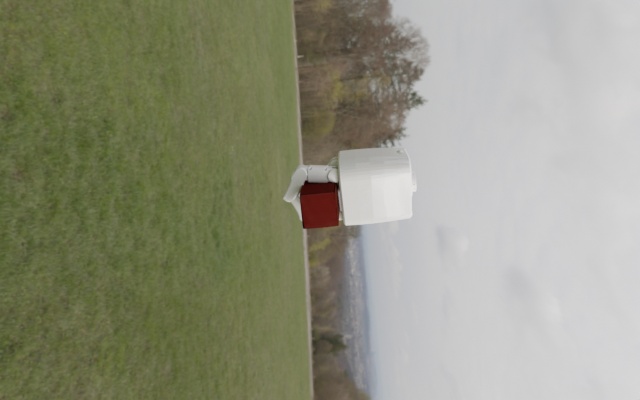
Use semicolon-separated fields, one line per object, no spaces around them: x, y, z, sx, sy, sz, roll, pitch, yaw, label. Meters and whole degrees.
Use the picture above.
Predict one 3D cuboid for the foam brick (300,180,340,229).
0.000;0.002;0.699;0.051;0.053;0.078;-4;19;5;foam brick
